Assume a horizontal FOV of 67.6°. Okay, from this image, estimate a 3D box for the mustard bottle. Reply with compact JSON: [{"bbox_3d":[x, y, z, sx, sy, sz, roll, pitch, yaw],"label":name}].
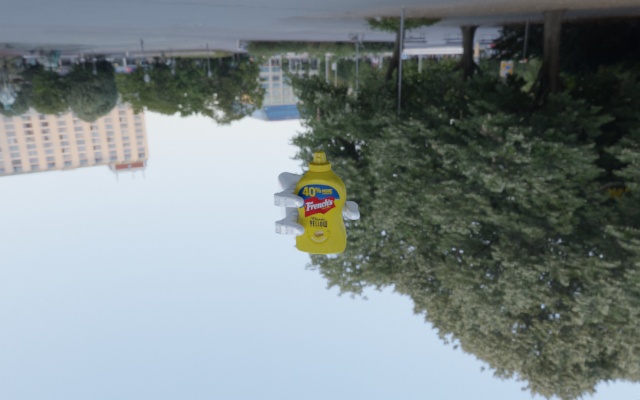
[{"bbox_3d":[0.000,0.003,0.894,0.096,0.192,0.058,2,17,10],"label":"mustard bottle"}]
